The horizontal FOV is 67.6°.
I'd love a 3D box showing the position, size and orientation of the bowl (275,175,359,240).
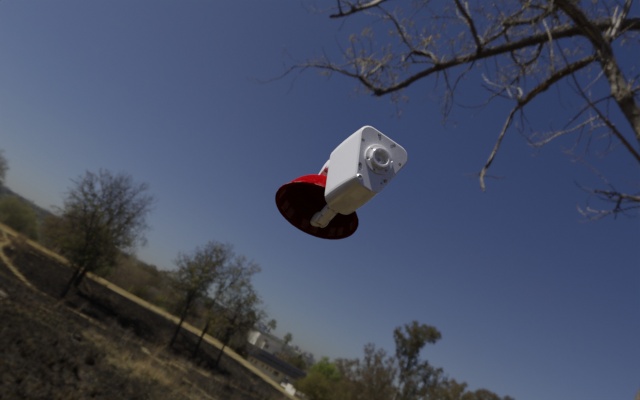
[{"bbox_3d":[-0.001,0.003,0.886,0.162,0.055,0.162,15,-37,12],"label":"bowl"}]
